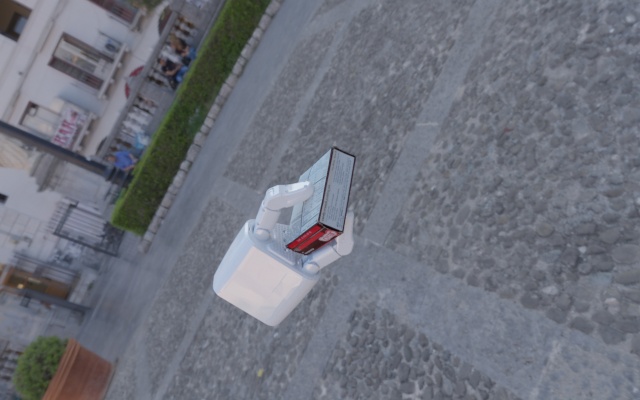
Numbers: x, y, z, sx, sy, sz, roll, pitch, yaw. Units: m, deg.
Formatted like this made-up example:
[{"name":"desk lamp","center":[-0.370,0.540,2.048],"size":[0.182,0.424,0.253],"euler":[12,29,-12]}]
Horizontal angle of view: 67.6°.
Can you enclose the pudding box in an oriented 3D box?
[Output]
[{"name":"pudding box","center":[0.000,0.002,0.590],"size":[0.039,0.113,0.090],"euler":[23,-32,-22]}]
